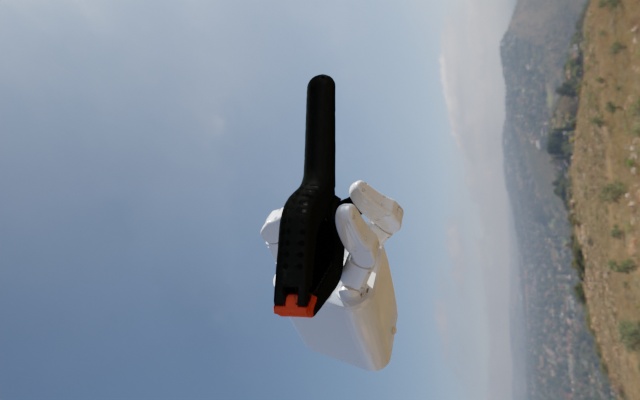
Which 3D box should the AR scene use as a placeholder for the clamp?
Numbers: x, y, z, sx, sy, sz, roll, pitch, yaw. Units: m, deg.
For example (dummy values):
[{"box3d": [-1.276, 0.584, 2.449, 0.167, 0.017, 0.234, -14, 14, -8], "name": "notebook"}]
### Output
[{"box3d": [-0.001, 0.002, 0.412, 0.036, 0.165, 0.209, -4, 37, 22], "name": "clamp"}]
